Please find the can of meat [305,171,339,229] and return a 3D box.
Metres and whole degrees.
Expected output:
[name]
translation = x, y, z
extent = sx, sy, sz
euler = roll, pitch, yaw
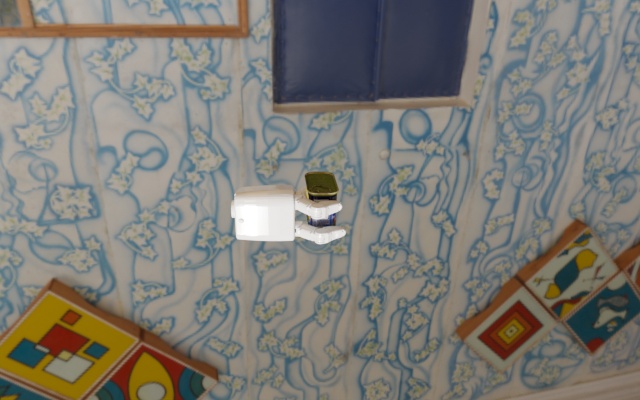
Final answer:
[can of meat]
translation = 0.000, 0.003, 0.900
extent = 0.057, 0.084, 0.102
euler = -1, 26, -6
